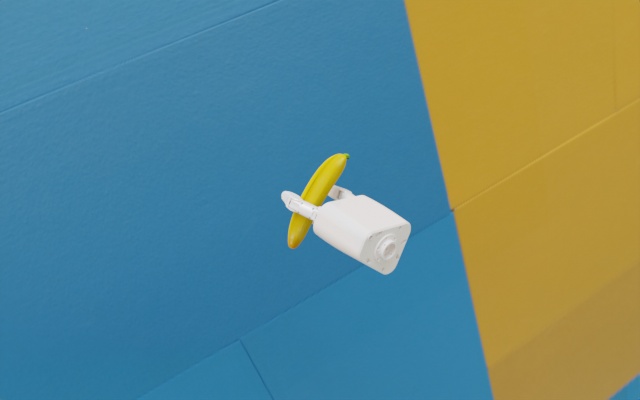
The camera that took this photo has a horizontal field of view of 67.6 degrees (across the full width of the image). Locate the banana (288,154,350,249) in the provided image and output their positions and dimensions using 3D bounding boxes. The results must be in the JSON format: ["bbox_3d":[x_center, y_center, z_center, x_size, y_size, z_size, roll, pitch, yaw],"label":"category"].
[{"bbox_3d":[-0.004,-0.007,0.818,0.037,0.198,0.070,28,-9,28],"label":"banana"}]
